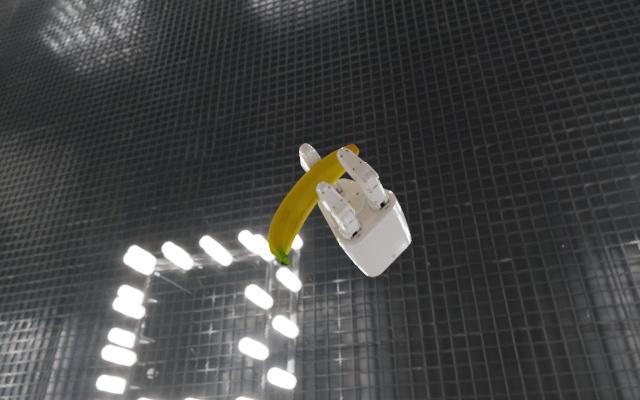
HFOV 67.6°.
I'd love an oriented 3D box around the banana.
[{"bbox_3d":[-0.016,0.003,0.613,0.069,0.197,0.037,6,-37,38],"label":"banana"}]
